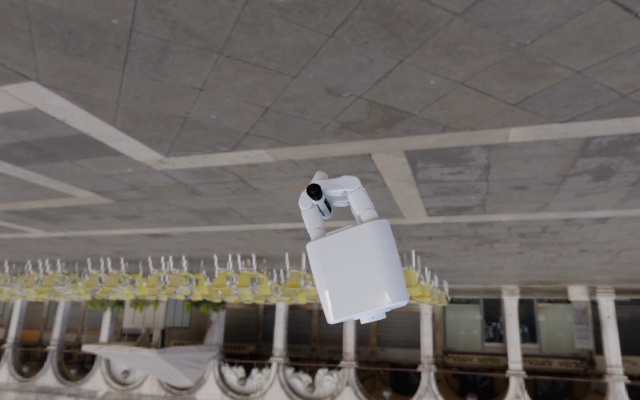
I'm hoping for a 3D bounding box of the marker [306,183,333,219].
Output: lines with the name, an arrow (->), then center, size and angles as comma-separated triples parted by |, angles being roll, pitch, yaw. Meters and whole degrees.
marker -> 0.000, 0.002, 0.625 | 0.020, 0.020, 0.121 | 0, -15, 9
